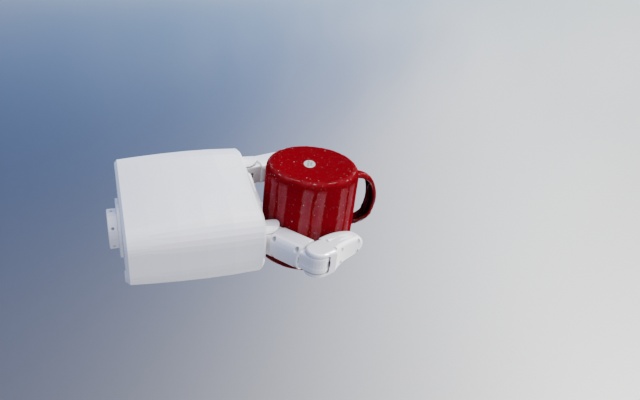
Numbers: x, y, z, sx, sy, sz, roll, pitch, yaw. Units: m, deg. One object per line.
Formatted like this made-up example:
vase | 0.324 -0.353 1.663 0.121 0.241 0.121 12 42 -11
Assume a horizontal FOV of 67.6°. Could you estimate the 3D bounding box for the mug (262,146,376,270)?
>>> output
mug | 0.001 0.001 0.436 0.117 0.081 0.093 -7 32 -24
